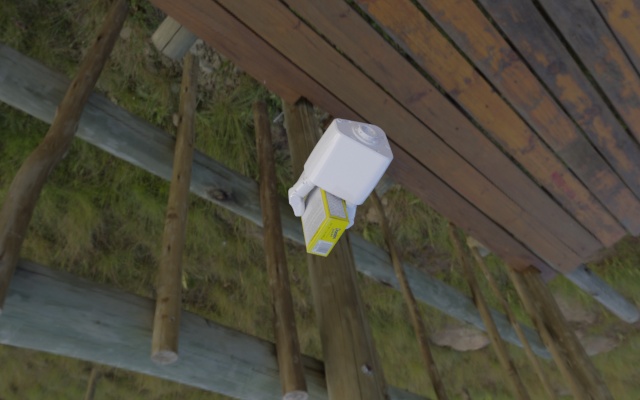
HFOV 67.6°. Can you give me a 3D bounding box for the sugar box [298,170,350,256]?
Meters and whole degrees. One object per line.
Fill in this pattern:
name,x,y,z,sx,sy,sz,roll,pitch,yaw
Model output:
sugar box,0.001,0.003,0.856,0.048,0.176,0.093,16,-51,-21
